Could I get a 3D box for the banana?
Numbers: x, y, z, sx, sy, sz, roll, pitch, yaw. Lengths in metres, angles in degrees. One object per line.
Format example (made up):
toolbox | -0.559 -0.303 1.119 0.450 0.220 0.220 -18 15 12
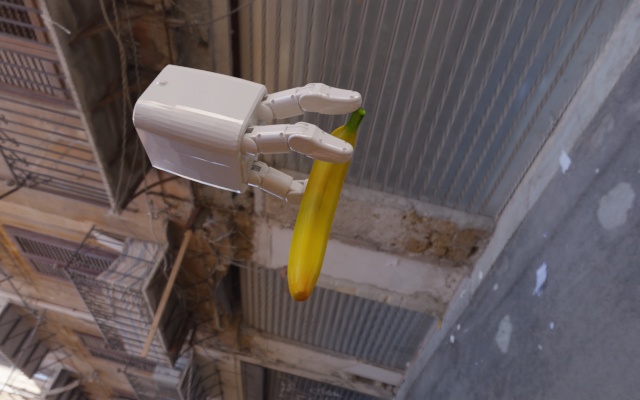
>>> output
banana | -0.001 0.004 0.469 0.037 0.197 0.070 16 -18 0
